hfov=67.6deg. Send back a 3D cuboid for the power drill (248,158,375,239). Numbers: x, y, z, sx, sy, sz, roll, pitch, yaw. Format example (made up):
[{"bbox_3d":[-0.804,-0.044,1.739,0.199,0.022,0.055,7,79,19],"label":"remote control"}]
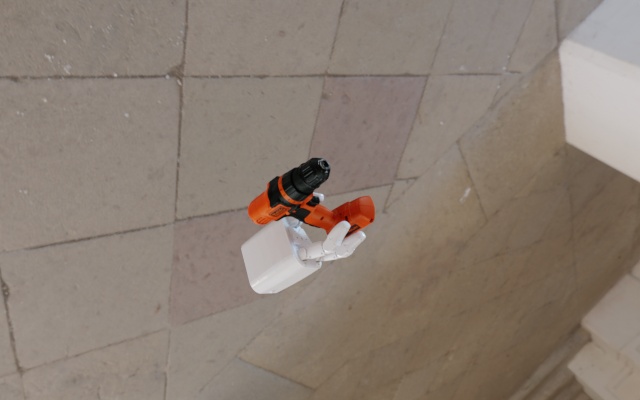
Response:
[{"bbox_3d":[0.000,0.003,0.790,0.188,0.057,0.184,20,-36,-36],"label":"power drill"}]
